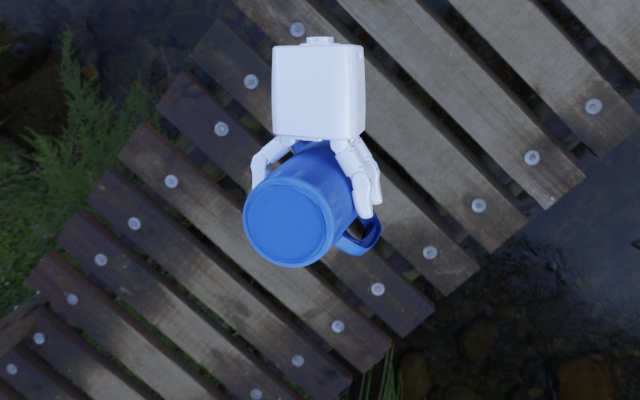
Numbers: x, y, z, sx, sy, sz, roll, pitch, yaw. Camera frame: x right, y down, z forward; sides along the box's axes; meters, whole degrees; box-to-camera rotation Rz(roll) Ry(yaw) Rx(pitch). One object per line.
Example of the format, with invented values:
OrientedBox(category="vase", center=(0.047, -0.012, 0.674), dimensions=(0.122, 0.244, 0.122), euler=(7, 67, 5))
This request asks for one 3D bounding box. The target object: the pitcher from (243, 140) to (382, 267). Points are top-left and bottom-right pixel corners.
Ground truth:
OrientedBox(category="pitcher", center=(0.000, 0.002, 0.630), dimensions=(0.149, 0.145, 0.242), euler=(6, 17, 14))
